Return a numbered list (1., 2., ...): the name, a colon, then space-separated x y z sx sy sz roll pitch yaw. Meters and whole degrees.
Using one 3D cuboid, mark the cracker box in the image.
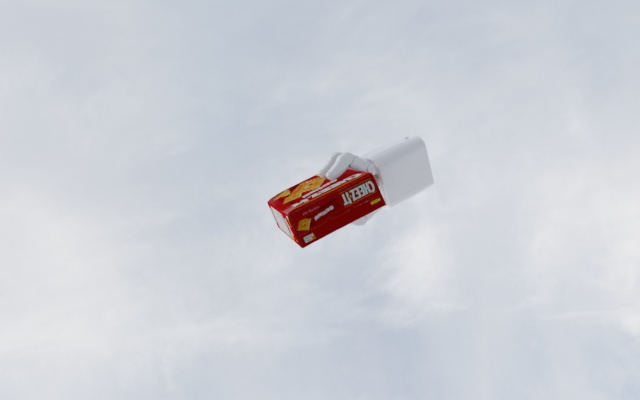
1. cracker box: 0.000 0.003 0.882 0.164 0.072 0.213 -27 12 -11
